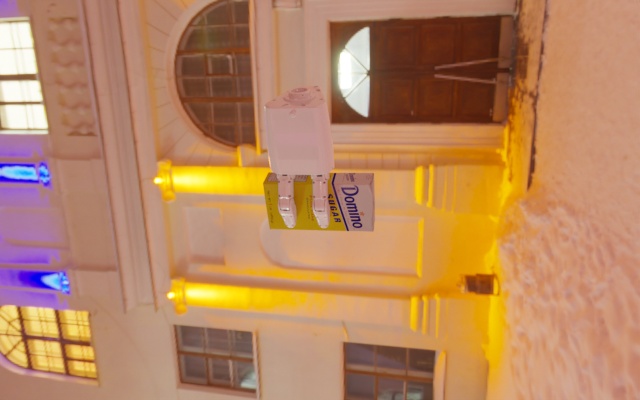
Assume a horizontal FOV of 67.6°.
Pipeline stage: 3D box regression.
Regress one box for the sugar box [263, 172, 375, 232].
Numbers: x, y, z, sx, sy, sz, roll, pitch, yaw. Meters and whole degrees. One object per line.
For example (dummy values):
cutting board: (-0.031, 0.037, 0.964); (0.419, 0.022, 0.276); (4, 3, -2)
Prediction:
sugar box: (0.000, 0.003, 0.783); (0.176, 0.093, 0.048); (1, 31, 12)
